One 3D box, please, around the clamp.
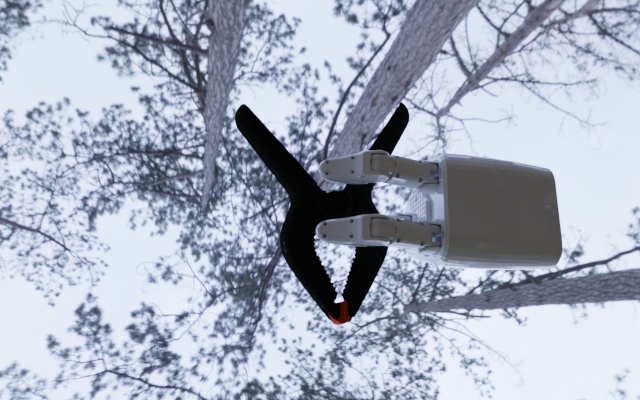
[{"bbox_3d":[0.000,0.002,0.425,0.164,0.210,0.036,4,-18,-5],"label":"clamp"}]
